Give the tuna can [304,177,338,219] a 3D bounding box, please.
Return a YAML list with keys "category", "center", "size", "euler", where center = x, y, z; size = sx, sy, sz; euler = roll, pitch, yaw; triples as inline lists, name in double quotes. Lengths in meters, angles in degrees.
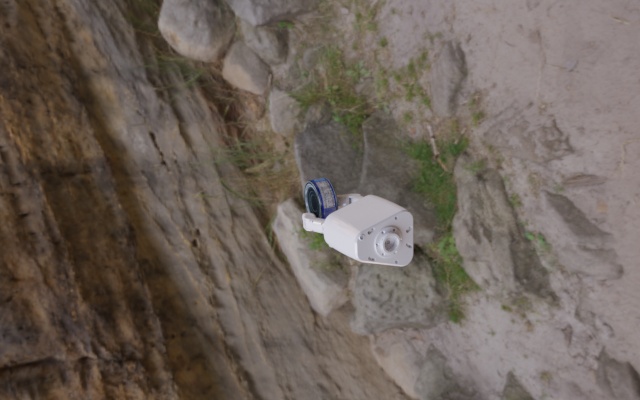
- category: "tuna can"
  center: [0.000, 0.003, 0.870]
  size: [0.034, 0.086, 0.086]
  euler: [-11, 4, -20]
